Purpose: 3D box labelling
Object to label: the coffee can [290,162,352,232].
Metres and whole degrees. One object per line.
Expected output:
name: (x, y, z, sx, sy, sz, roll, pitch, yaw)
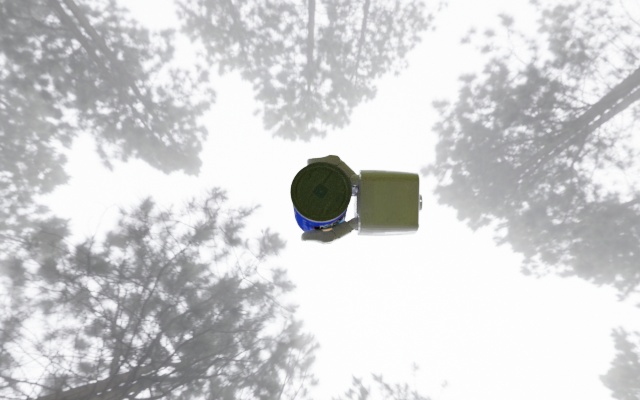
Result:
coffee can: (0.000, 0.003, 0.849, 0.103, 0.102, 0.140, 0, -15, -1)
